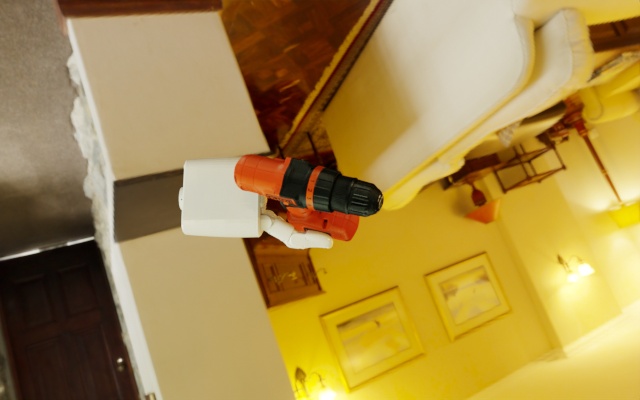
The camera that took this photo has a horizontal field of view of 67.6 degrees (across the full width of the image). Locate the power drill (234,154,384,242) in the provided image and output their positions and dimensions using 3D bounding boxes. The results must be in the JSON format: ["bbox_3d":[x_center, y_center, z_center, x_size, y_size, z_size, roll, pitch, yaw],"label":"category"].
[{"bbox_3d":[0.000,0.002,0.622,0.184,0.057,0.188,15,-15,18],"label":"power drill"}]
